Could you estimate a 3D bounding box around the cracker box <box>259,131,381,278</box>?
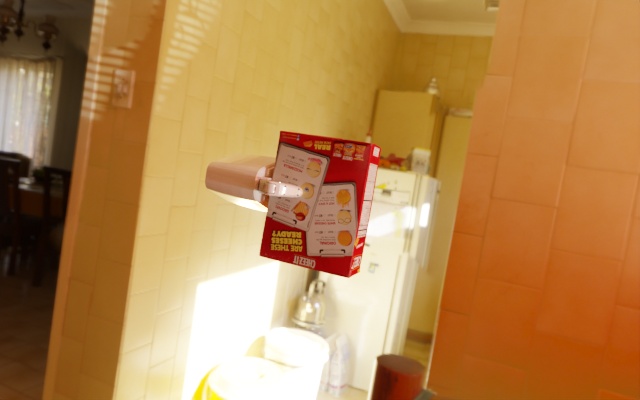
[{"bbox_3d":[0.000,0.002,0.789,0.164,0.214,0.072,11,4,22],"label":"cracker box"}]
